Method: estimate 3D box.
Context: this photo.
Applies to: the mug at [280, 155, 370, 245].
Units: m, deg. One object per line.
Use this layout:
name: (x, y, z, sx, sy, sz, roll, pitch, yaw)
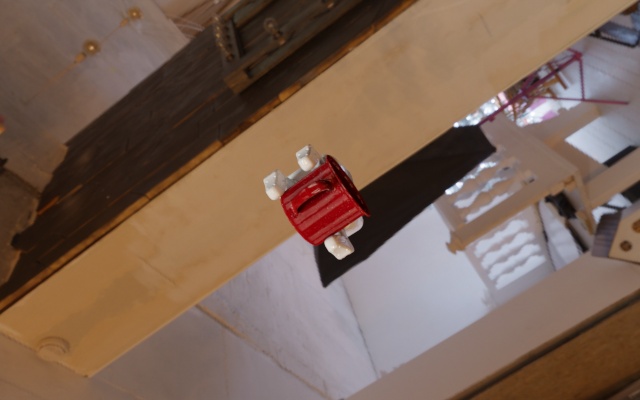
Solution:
mug: (0.000, 0.002, 0.592, 0.081, 0.093, 0.117, -35, -15, 11)
